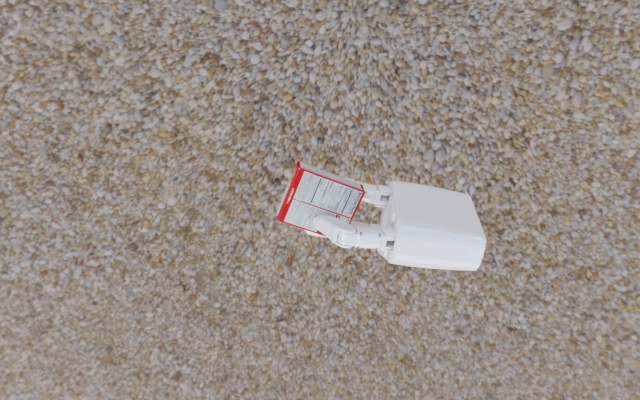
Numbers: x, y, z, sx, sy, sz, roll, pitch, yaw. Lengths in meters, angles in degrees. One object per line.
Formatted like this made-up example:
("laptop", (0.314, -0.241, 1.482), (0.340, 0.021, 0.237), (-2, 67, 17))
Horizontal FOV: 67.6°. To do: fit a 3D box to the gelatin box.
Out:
("gelatin box", (0.000, 0.002, 0.583), (0.089, 0.073, 0.030), (19, 20, -13))
